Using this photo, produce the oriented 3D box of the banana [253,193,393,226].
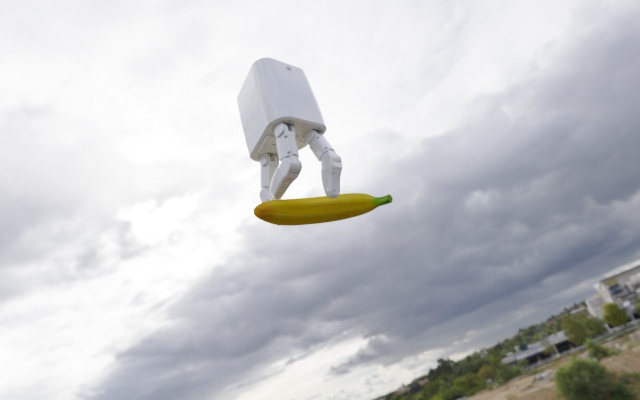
[{"bbox_3d":[-0.003,0.009,0.657,0.198,0.037,0.070,-7,-20,-23],"label":"banana"}]
